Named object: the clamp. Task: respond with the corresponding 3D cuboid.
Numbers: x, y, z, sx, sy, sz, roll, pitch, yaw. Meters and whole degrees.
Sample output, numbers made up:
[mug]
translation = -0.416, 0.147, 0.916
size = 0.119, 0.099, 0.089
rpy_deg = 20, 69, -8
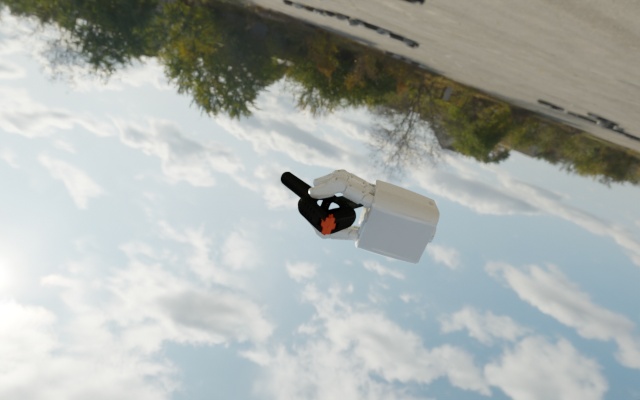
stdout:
[clamp]
translation = 0.000, 0.004, 0.784
size = 0.164, 0.036, 0.210
rpy_deg = 16, 17, 1
